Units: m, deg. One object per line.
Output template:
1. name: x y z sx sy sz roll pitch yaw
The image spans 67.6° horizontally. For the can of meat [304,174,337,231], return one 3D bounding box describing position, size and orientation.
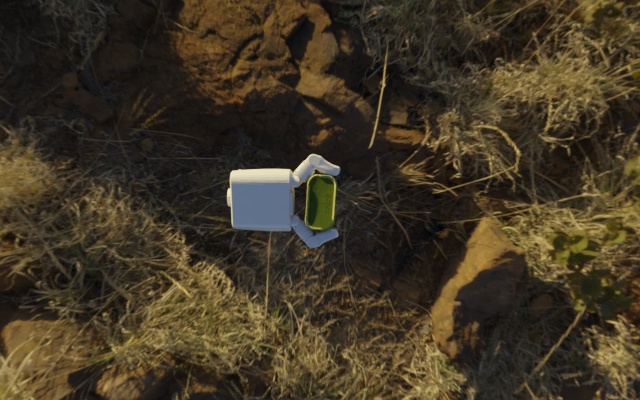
1. can of meat: 0.000 0.003 0.856 0.057 0.102 0.084 3 1 -1
